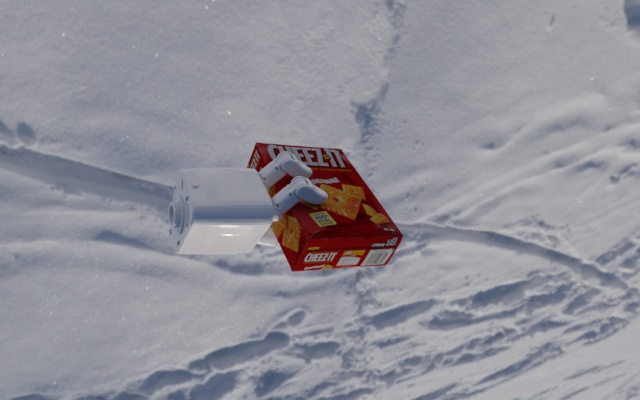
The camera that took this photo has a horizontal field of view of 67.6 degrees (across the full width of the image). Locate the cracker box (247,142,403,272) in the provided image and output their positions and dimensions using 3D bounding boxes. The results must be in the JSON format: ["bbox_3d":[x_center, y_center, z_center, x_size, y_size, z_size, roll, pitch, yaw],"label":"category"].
[{"bbox_3d":[0.000,0.003,0.713,0.164,0.072,0.213,1,41,-32],"label":"cracker box"}]
